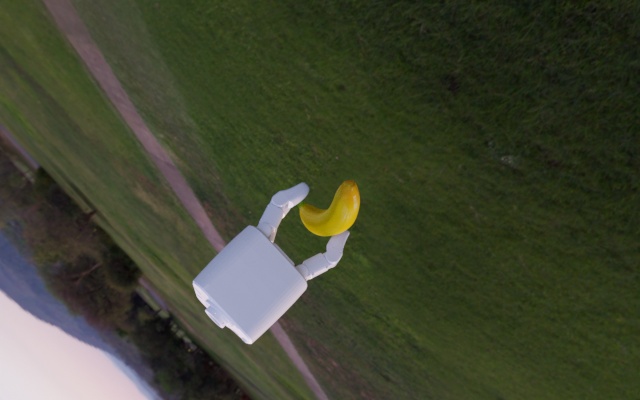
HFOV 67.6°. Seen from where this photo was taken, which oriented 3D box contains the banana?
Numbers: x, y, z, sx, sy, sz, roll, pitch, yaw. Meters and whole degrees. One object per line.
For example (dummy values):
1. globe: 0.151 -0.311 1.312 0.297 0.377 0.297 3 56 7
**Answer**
1. banana: 0.010 0.017 0.653 0.037 0.069 0.198 -43 12 -22
